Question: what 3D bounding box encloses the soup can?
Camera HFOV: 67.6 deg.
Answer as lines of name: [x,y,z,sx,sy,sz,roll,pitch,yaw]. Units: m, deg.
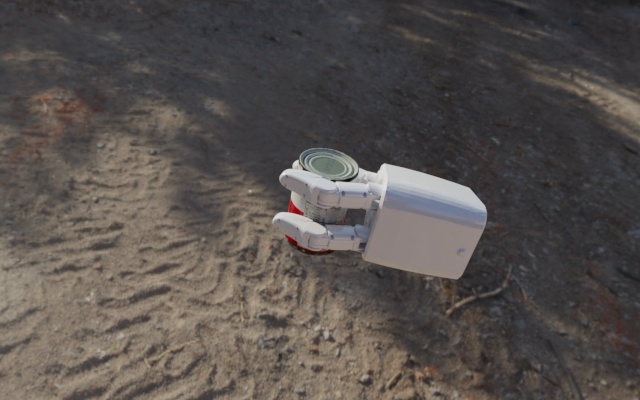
soup can: [0.000,0.001,0.533,0.068,0.102,0.068,9,34,-6]
